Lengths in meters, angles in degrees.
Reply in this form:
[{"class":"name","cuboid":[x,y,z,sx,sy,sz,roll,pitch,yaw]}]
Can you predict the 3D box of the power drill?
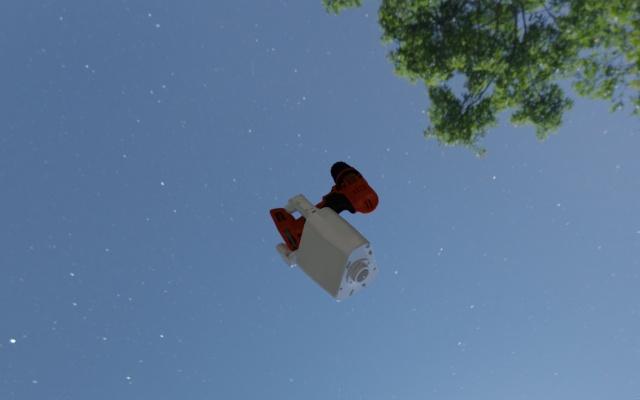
[{"class":"power drill","cuboid":[0.000,0.003,0.891,0.187,0.057,0.184,-32,27,-1]}]
